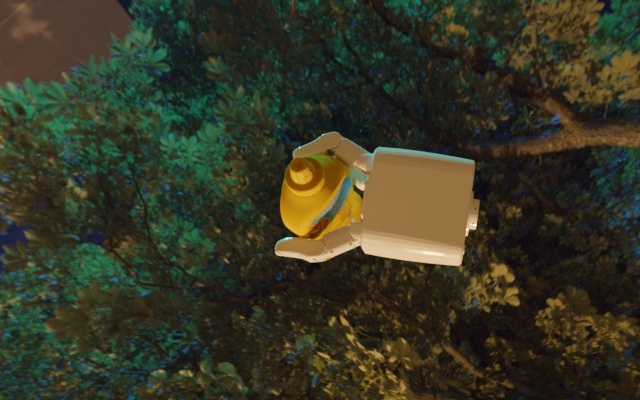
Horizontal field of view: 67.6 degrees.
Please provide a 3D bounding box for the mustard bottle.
[{"bbox_3d":[0.000,0.002,0.550,0.058,0.096,0.192,34,-11,23],"label":"mustard bottle"}]
